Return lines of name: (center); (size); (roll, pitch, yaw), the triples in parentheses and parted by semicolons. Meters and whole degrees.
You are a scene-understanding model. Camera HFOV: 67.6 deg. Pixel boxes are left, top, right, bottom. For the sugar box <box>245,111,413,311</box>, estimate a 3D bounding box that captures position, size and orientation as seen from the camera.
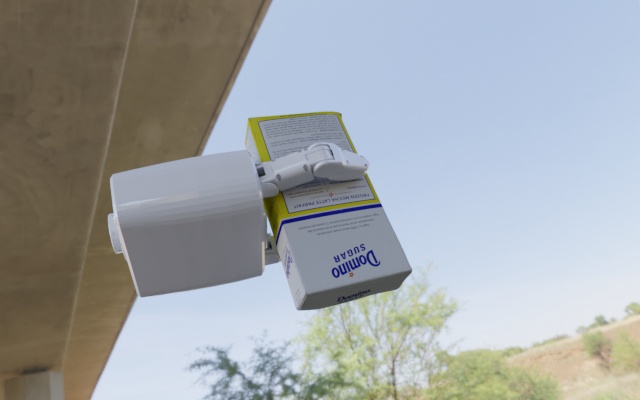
sugar box: (0.000, 0.002, 0.415); (0.093, 0.176, 0.048); (-9, -29, -20)
